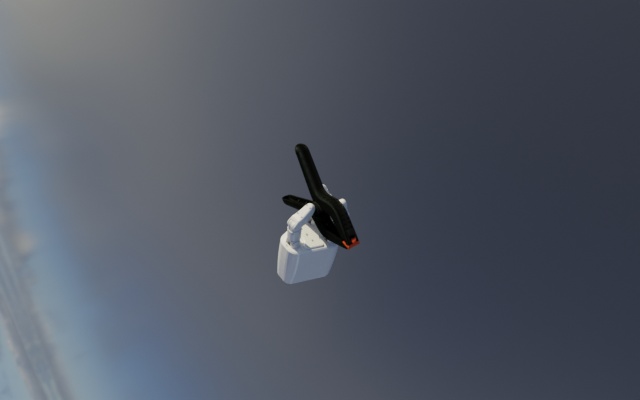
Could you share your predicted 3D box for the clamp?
[{"bbox_3d":[0.000,0.004,0.898,0.036,0.165,0.210,-25,55,-31],"label":"clamp"}]
